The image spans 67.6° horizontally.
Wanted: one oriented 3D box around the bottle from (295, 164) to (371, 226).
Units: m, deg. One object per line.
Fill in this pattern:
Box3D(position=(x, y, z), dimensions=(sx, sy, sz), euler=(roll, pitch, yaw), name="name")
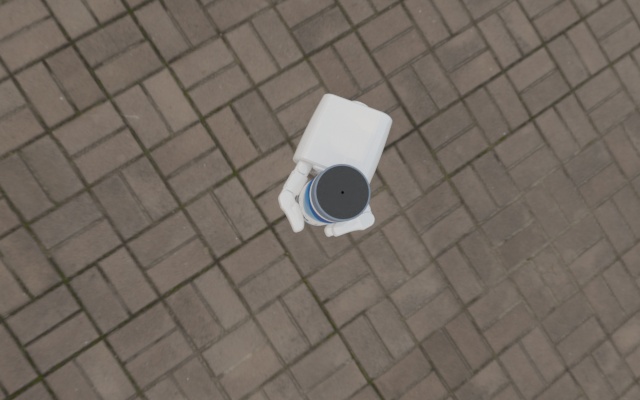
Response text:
Box3D(position=(0.000, 0.002, 0.689), dimensions=(0.069, 0.069, 0.296), euler=(0, -4, -10), name="bottle")
